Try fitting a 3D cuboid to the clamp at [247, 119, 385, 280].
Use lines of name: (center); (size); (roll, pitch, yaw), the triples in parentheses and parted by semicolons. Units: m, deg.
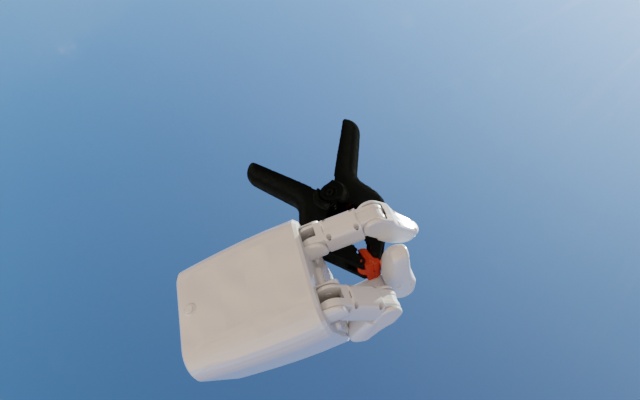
clamp: (0.000, 0.002, 0.439); (0.120, 0.171, 0.039); (-23, -40, 5)
